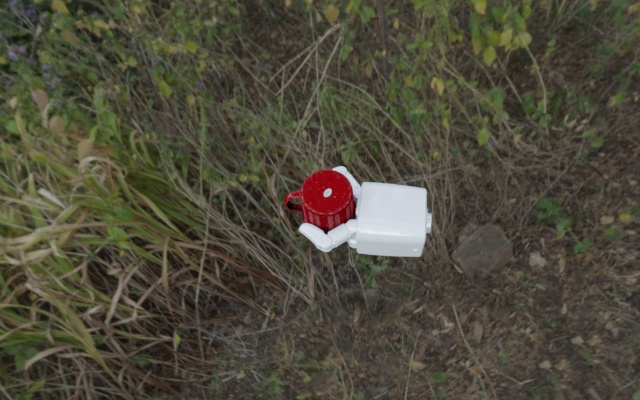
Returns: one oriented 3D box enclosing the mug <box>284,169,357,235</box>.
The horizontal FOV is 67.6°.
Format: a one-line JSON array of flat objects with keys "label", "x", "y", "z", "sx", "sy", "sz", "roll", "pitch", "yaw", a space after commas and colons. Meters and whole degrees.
[{"label": "mug", "x": -0.001, "y": 0.002, "z": 0.762, "sx": 0.117, "sy": 0.093, "sz": 0.081, "roll": 4, "pitch": -26, "yaw": 7}]
